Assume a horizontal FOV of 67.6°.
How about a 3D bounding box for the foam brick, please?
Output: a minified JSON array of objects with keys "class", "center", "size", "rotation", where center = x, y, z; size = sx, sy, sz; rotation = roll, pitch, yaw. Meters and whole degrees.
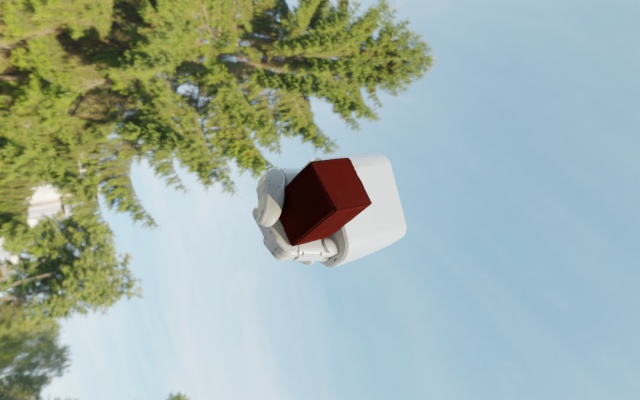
[{"class":"foam brick","center":[0.000,0.001,0.458],"size":[0.051,0.053,0.078],"rotation":[-10,-21,-41]}]
